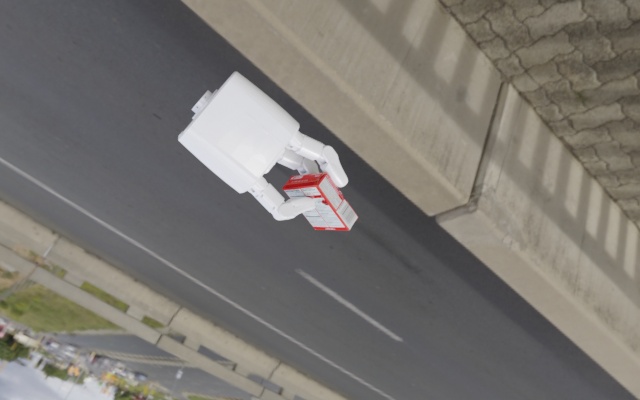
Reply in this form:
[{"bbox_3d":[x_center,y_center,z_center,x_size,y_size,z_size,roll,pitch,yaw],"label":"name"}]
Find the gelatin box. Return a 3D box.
[{"bbox_3d":[0.000,0.003,0.671,0.073,0.089,0.030,-3,42,48],"label":"gelatin box"}]
